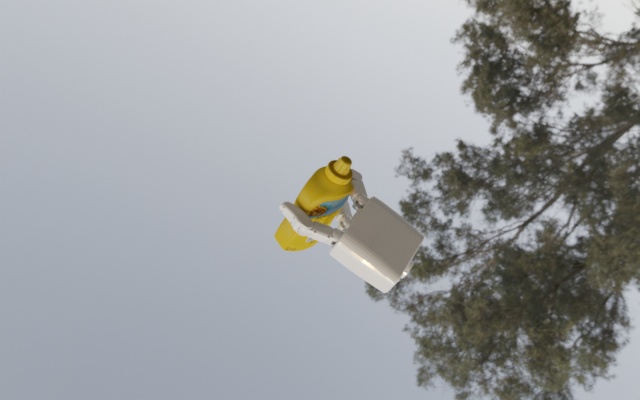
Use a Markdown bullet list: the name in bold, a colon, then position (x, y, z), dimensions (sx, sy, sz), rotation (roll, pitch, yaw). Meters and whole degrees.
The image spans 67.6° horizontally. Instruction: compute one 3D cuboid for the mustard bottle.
- **mustard bottle**: position (0.000, 0.002, 0.753), dimensions (0.096, 0.058, 0.192), rotation (-16, -29, -40)
